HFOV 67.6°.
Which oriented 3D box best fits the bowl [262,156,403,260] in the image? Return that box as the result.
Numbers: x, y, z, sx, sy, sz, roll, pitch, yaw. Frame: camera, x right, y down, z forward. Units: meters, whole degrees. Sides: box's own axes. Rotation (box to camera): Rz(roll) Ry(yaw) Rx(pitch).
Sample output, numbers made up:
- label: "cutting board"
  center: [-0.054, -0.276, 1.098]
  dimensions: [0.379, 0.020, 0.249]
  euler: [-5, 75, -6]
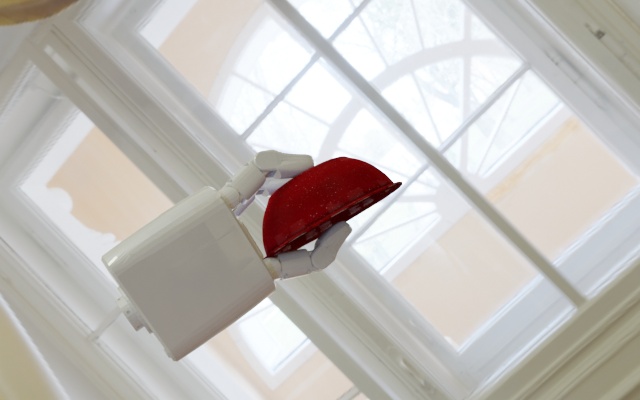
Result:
- label: "bowl"
  center: [0.001, 0.001, 0.484]
  dimensions: [0.162, 0.055, 0.162]
  euler: [-29, -7, -4]
